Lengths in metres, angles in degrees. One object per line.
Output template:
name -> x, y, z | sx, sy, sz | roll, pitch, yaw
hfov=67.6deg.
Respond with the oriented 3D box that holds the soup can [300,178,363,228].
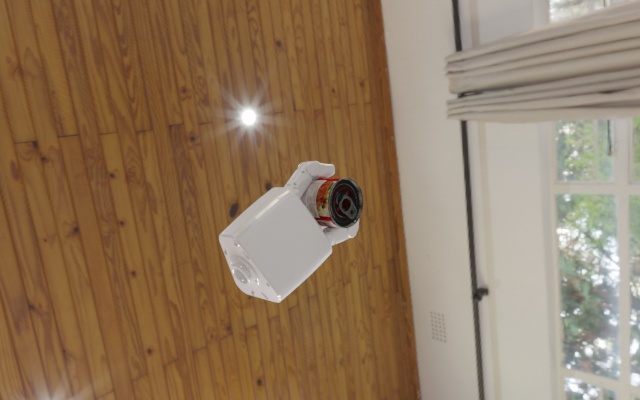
soup can -> 0.000, 0.002, 0.676 | 0.068, 0.068, 0.102 | 0, 2, -44
